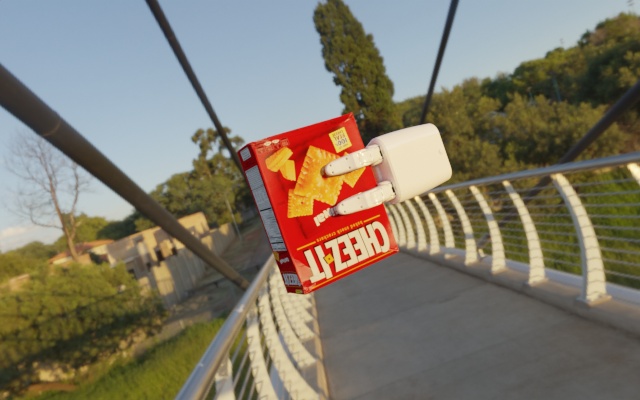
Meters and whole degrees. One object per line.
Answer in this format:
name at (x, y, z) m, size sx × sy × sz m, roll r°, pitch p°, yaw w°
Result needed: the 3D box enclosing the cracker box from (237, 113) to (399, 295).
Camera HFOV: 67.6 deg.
cracker box at (0.000, 0.002, 0.671) m, size 0.164 × 0.213 × 0.072 m, roll -20°, pitch 2°, yaw -26°
